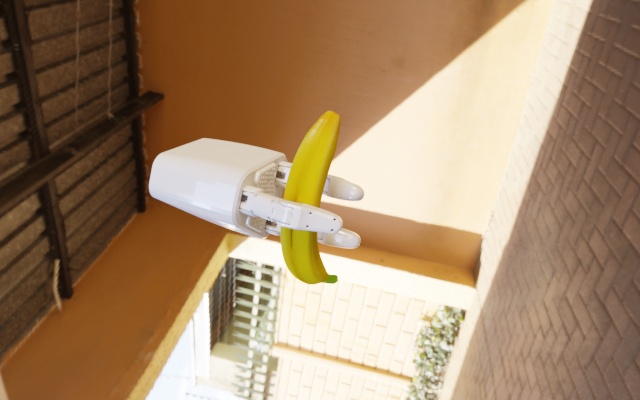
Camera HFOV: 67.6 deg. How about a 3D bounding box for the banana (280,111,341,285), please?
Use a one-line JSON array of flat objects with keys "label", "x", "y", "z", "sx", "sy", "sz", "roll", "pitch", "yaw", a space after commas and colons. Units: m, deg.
[{"label": "banana", "x": -0.011, "y": 0.011, "z": 0.480, "sx": 0.037, "sy": 0.198, "sz": 0.069, "roll": 19, "pitch": 31, "yaw": 31}]
